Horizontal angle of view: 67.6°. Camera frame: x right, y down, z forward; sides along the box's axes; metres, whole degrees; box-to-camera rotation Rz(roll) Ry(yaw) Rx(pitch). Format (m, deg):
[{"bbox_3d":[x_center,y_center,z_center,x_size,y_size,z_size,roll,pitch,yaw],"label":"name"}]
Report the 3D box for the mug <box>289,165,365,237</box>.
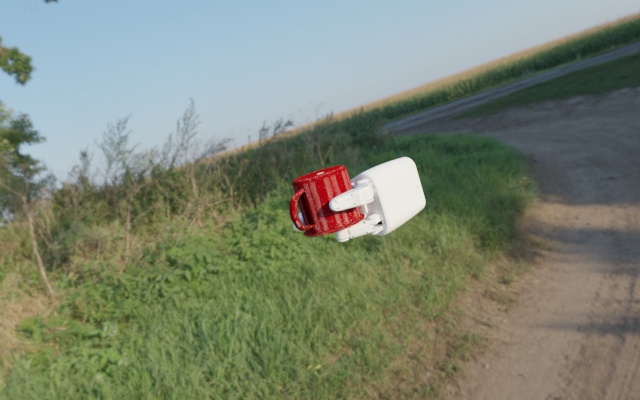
[{"bbox_3d":[-0.001,0.003,0.683,0.117,0.081,0.093,-25,11,-40],"label":"mug"}]
